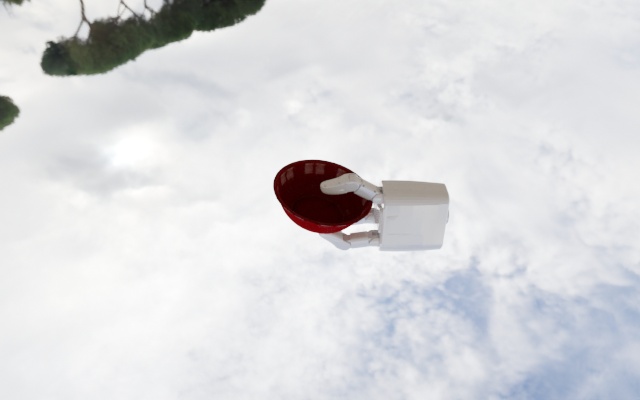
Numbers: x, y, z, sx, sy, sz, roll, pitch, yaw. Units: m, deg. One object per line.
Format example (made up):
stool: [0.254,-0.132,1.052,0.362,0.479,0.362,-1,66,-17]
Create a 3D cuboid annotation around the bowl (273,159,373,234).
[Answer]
bowl: [-0.001,0.002,0.771,0.162,0.055,0.162,9,40,-7]
